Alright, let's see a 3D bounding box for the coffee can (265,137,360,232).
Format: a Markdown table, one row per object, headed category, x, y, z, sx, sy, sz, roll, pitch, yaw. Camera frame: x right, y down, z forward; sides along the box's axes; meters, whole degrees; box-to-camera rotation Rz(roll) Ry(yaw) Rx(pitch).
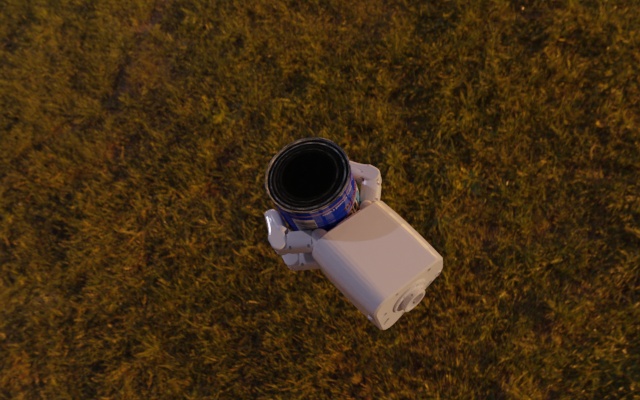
| category | x | y | z | sx | sy | sz | roll | pitch | yaw |
| --- | --- | --- | --- | --- | --- | --- | --- | --- | --- |
| coffee can | 0.000 | 0.002 | 0.606 | 0.103 | 0.102 | 0.140 | 0 | -28 | 15 |
